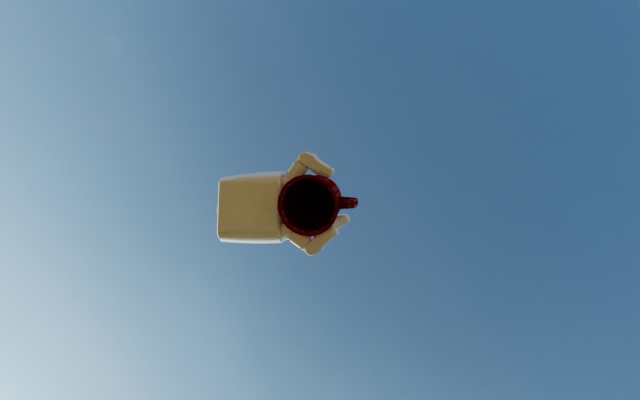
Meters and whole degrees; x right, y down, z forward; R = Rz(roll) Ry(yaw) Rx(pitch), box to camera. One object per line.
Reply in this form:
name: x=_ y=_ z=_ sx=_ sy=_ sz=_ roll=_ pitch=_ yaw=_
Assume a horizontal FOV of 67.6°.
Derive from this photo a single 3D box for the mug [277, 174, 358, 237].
mug: x=0.002 y=0.002 z=0.741 sx=0.117 sy=0.093 sz=0.081 roll=-3 pitch=7 yaw=11
